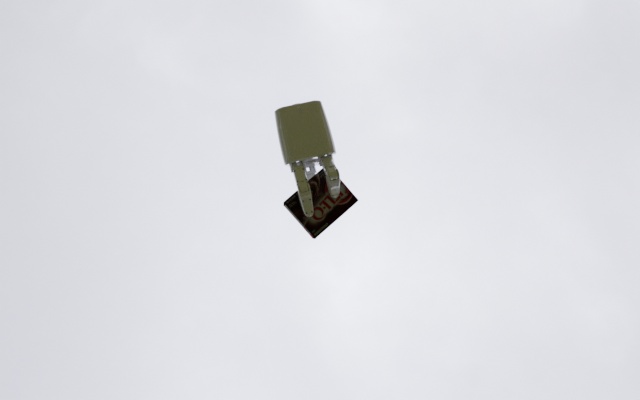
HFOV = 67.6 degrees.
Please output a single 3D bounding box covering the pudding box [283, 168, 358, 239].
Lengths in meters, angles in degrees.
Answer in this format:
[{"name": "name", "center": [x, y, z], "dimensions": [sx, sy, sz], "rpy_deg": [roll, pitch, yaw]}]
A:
[{"name": "pudding box", "center": [0.000, 0.003, 0.892], "dimensions": [0.113, 0.090, 0.039], "rpy_deg": [-41, 0, -7]}]
